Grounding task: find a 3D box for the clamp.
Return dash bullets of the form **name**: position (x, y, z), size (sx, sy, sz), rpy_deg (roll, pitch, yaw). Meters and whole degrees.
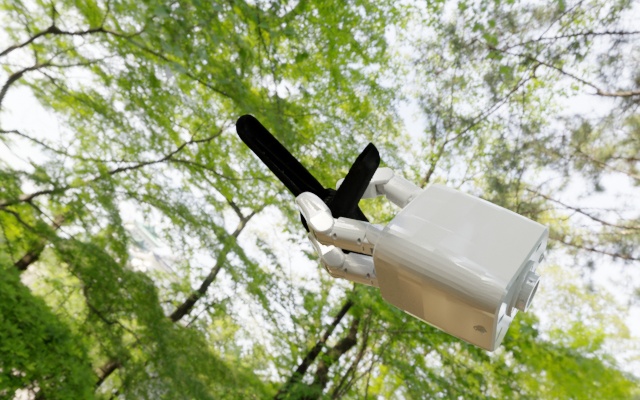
- **clamp**: position (0.001, 0.001, 0.488), size (0.164, 0.036, 0.210), rpy_deg (25, -30, 32)
